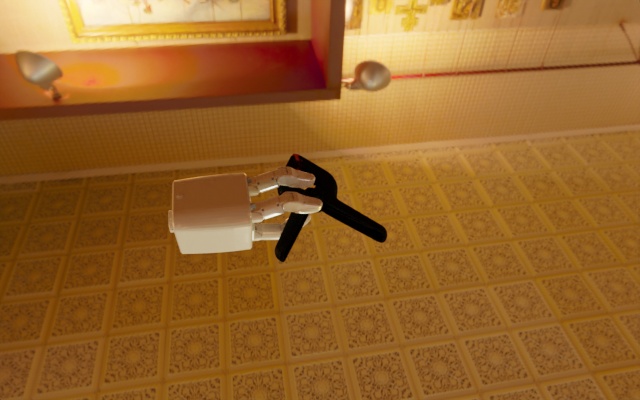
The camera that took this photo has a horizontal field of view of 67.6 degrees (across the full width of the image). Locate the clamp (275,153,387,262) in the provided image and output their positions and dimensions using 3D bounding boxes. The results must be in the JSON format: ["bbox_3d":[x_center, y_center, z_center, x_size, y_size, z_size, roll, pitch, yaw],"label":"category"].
[{"bbox_3d":[0.000,0.003,0.726,0.164,0.036,0.209,-3,44,-13],"label":"clamp"}]
